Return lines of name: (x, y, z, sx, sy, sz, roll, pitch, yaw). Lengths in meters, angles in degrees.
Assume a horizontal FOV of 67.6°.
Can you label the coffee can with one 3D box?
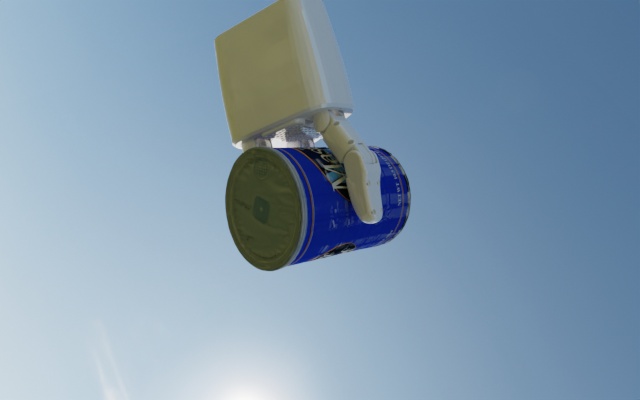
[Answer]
coffee can: (0.000, 0.002, 0.438, 0.140, 0.103, 0.103, -7, 5, -44)
